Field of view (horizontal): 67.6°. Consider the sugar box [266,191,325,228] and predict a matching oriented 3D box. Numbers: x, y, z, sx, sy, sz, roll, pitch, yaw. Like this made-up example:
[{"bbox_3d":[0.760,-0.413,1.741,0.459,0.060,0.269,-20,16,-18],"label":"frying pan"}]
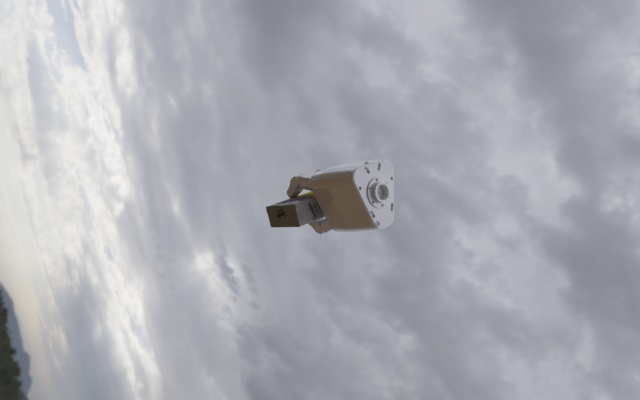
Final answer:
[{"bbox_3d":[0.000,0.002,0.859,0.176,0.048,0.093,-17,7,-37],"label":"sugar box"}]
